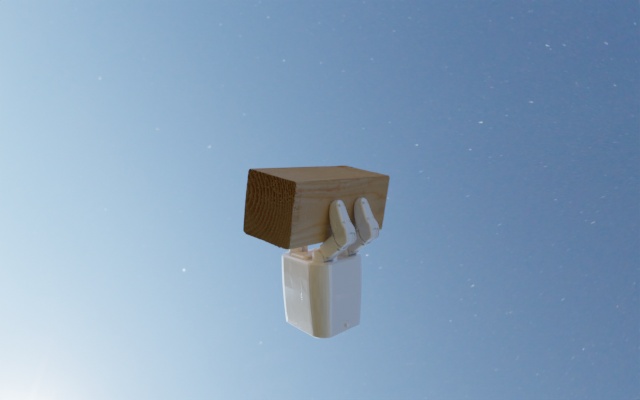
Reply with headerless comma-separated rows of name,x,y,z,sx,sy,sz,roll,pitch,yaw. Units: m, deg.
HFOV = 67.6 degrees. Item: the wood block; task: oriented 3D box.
wood block,0.000,0.003,0.682,0.091,0.090,0.206,16,14,39
